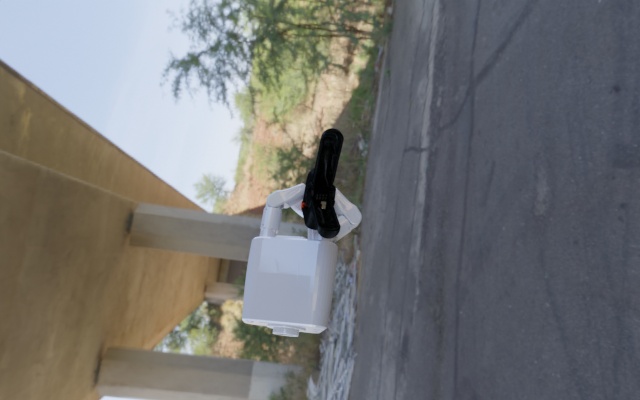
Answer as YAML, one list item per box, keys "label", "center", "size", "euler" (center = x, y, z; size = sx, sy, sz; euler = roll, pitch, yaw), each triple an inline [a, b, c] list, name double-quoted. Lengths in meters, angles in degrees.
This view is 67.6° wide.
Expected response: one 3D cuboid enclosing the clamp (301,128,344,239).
- label: "clamp"
  center: [-0.001, 0.002, 0.576]
  size: [0.039, 0.120, 0.171]
  euler: [9, -20, -4]
